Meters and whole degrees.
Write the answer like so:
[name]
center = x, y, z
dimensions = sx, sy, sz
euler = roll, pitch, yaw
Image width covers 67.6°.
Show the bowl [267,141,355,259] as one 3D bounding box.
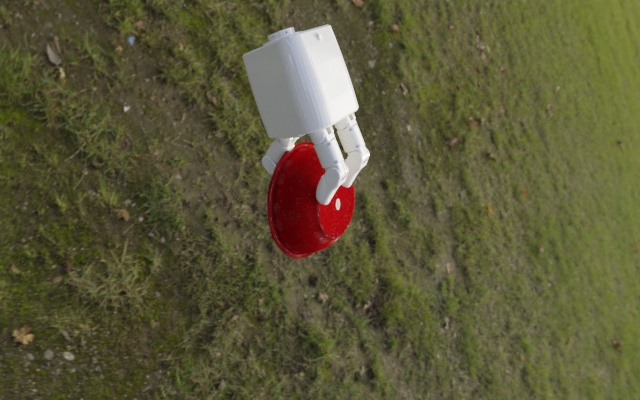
[bowl]
center = 0.001, 0.003, 0.643
dimensions = 0.055, 0.162, 0.162
euler = 6, 3, 33
